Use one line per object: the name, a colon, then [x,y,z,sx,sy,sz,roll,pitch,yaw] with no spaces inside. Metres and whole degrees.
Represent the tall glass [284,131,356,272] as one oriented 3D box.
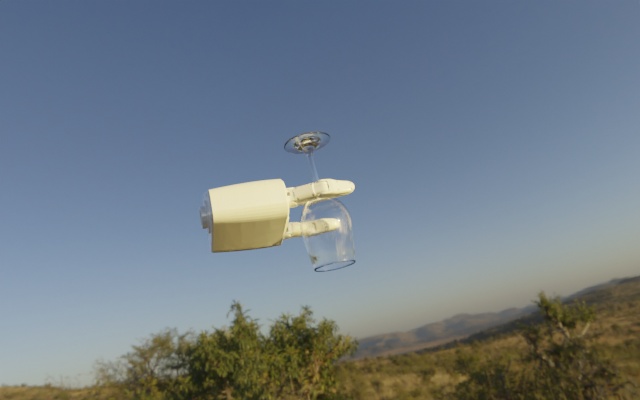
tall glass: [0.000,0.002,0.717,0.079,0.201,0.079,-12,-17,-4]
